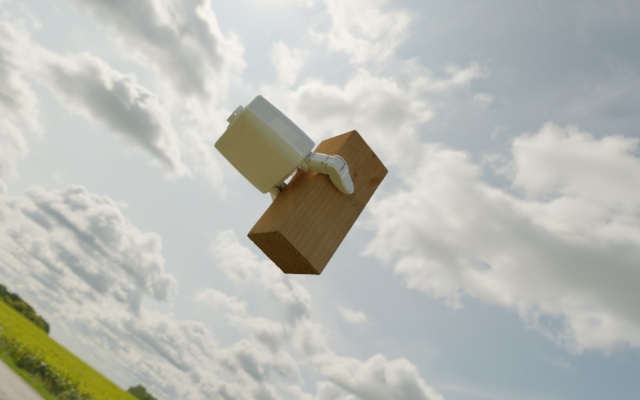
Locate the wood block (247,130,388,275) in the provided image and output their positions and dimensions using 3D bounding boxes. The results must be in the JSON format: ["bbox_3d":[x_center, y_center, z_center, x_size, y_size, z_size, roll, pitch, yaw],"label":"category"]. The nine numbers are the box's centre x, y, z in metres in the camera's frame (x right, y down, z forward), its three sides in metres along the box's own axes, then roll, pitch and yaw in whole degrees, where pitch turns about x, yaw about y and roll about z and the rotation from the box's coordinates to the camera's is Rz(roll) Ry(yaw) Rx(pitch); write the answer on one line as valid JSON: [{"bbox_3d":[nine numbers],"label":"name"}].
[{"bbox_3d":[0.000,0.002,0.704,0.090,0.206,0.091,49,-31,-22],"label":"wood block"}]
